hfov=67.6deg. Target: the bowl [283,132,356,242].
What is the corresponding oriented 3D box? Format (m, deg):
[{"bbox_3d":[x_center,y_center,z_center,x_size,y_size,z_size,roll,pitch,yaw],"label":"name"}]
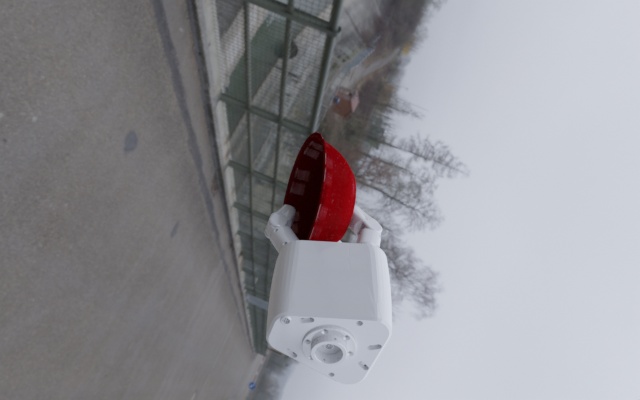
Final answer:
[{"bbox_3d":[0.000,0.001,0.581,0.055,0.162,0.162,12,-4,-18],"label":"bowl"}]
